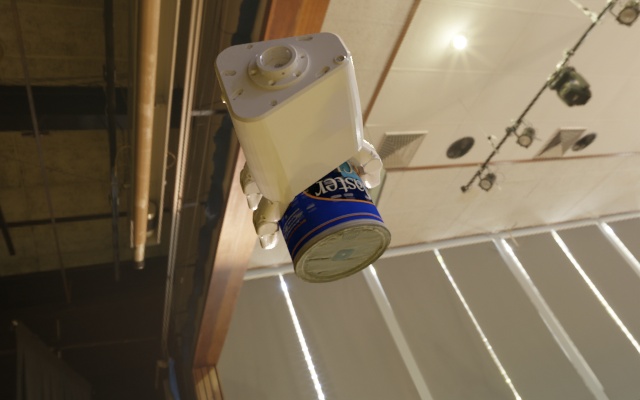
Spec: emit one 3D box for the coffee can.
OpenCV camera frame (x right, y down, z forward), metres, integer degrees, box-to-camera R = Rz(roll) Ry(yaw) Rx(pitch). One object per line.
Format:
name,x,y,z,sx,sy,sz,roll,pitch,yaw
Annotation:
coffee can,0.000,0.002,0.510,0.103,0.140,0.103,-16,-34,-11
